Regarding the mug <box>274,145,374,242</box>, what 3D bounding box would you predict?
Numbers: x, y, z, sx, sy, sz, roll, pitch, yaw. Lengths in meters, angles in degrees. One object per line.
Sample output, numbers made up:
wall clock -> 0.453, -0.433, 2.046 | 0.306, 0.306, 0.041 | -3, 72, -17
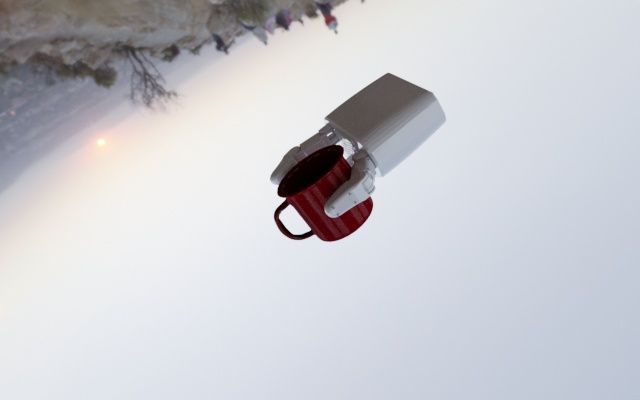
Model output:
mug -> -0.001, 0.003, 0.561 | 0.117, 0.081, 0.093 | -39, 23, -4
